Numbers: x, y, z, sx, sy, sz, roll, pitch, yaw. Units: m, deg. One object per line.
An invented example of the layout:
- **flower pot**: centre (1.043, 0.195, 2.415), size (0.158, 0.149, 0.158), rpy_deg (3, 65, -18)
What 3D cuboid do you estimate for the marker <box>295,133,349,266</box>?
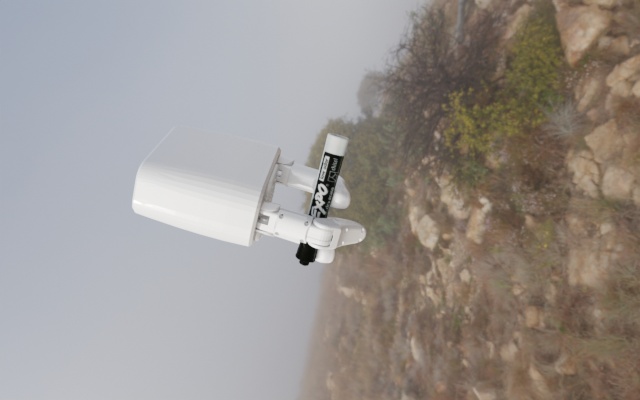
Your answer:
- **marker**: centre (0.000, 0.001, 0.421), size (0.020, 0.121, 0.020), rpy_deg (14, 15, -4)
